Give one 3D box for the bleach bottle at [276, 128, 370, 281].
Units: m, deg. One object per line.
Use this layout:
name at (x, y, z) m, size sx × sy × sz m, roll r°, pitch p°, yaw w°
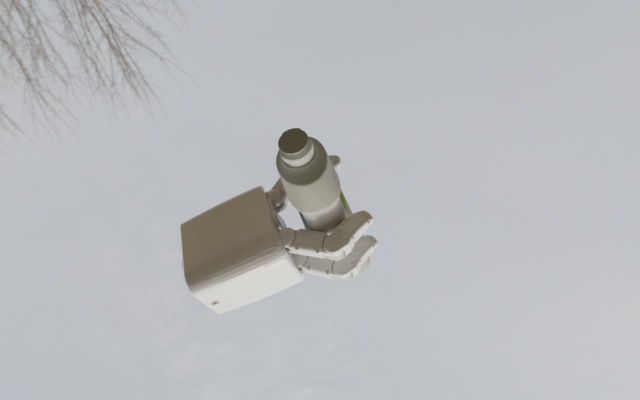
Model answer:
bleach bottle at (0.000, 0.002, 0.532) m, size 0.068 × 0.102 × 0.251 m, roll -23°, pitch -32°, yaw 1°
